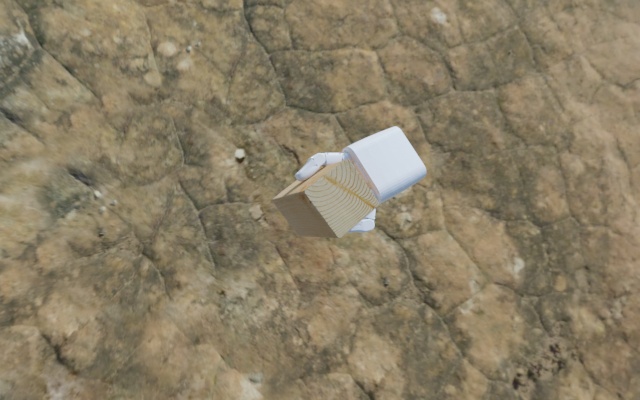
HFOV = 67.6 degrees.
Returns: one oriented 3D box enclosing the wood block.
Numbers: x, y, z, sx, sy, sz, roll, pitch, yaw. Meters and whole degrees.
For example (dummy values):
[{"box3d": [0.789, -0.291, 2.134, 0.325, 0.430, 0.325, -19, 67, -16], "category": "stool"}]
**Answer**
[{"box3d": [0.000, 0.002, 0.809, 0.090, 0.091, 0.206, -38, 9, -17], "category": "wood block"}]
